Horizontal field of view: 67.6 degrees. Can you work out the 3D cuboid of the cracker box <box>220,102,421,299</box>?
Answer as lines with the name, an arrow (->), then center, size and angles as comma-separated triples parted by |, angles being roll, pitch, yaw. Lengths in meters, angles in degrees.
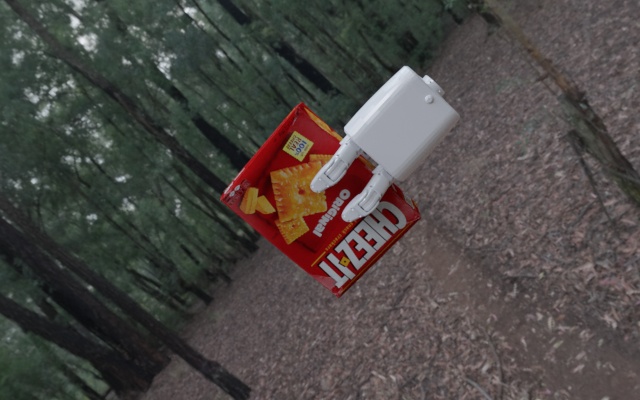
cracker box -> 0.000, 0.002, 0.640 | 0.214, 0.164, 0.072 | 41, 15, -8
